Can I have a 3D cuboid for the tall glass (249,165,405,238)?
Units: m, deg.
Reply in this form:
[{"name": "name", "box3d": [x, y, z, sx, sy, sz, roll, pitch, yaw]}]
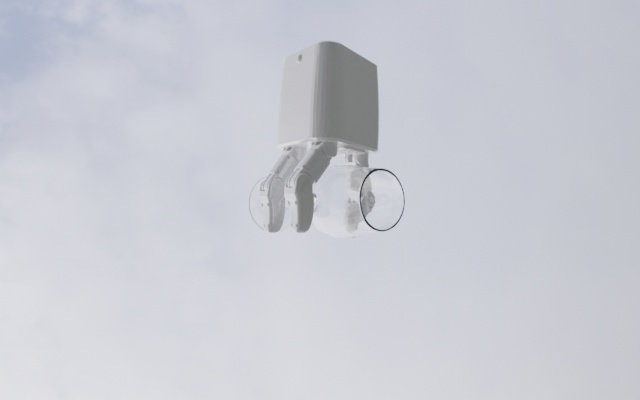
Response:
[{"name": "tall glass", "box3d": [0.000, 0.002, 0.540, 0.079, 0.079, 0.201, 0, -1, -37]}]
